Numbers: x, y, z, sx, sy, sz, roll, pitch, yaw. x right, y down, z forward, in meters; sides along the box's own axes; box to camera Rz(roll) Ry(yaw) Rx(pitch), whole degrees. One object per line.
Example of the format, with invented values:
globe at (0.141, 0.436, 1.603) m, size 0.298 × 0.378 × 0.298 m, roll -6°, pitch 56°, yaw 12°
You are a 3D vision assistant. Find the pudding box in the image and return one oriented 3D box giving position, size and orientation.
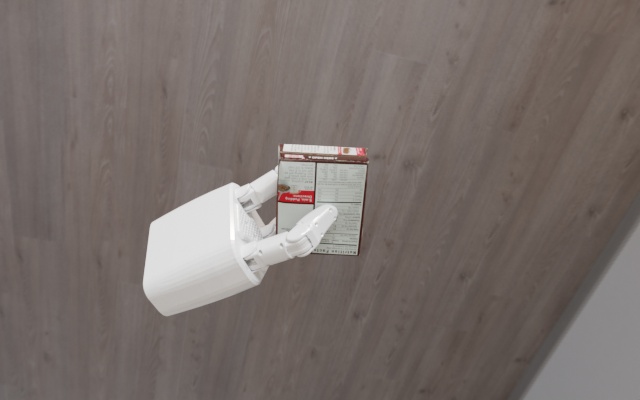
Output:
pudding box at (0.000, 0.002, 0.486) m, size 0.090 × 0.114 × 0.039 m, roll 2°, pitch 30°, yaw -3°
